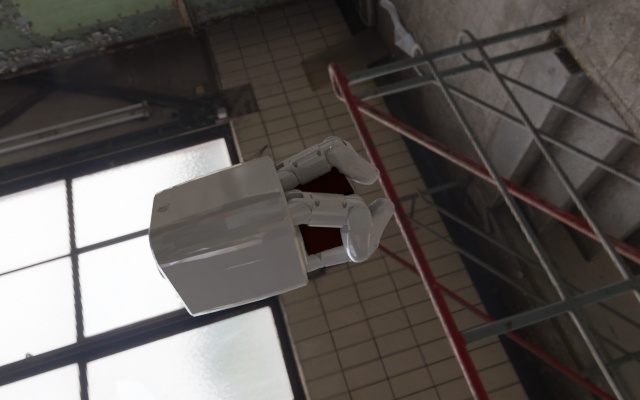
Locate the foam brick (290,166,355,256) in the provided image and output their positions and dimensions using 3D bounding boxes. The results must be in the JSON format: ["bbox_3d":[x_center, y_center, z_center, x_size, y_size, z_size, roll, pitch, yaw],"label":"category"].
[{"bbox_3d":[0.000,0.001,0.434,0.051,0.053,0.078,-17,32,-5],"label":"foam brick"}]
